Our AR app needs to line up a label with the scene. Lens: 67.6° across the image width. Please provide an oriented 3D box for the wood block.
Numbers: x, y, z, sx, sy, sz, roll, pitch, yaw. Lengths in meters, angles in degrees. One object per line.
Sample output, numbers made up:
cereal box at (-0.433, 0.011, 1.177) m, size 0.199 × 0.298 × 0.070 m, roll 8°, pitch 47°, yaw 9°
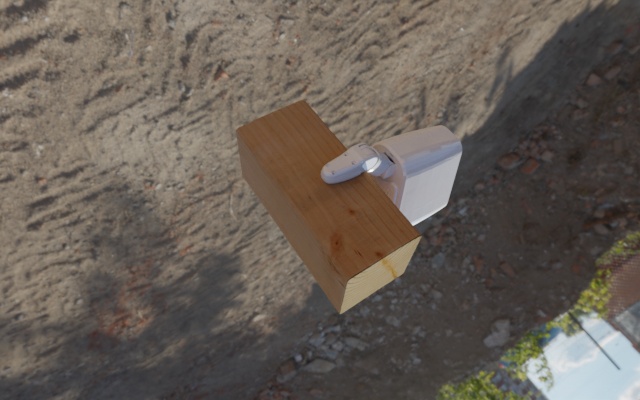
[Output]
wood block at (0.001, 0.001, 0.514) m, size 0.090 × 0.206 × 0.091 m, roll -28°, pitch -27°, yaw -20°
